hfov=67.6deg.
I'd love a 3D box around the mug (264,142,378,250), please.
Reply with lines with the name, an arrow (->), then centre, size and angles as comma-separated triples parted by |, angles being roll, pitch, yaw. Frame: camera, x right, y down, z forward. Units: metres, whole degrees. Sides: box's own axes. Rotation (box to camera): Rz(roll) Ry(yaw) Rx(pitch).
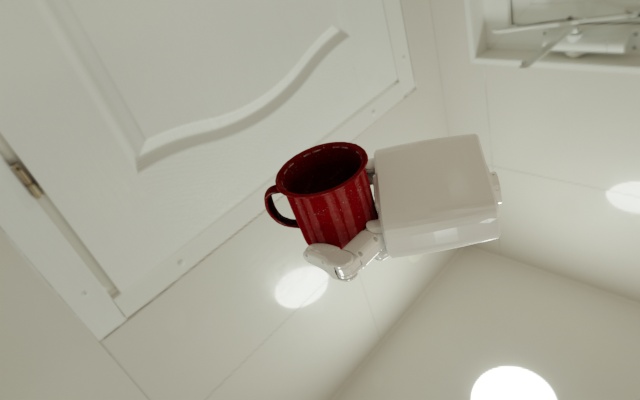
mug -> -0.001, 0.002, 0.485 | 0.117, 0.081, 0.093 | -10, 35, 14
